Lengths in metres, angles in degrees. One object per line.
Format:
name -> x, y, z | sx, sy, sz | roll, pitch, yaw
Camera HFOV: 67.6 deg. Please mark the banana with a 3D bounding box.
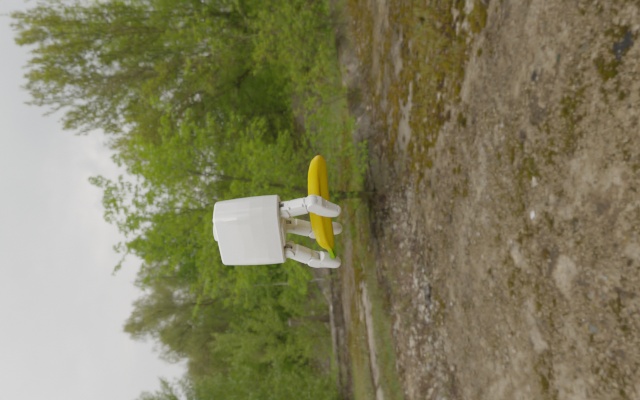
banana -> -0.001, -0.001, 0.829 | 0.037, 0.197, 0.070 | -7, -21, 3
